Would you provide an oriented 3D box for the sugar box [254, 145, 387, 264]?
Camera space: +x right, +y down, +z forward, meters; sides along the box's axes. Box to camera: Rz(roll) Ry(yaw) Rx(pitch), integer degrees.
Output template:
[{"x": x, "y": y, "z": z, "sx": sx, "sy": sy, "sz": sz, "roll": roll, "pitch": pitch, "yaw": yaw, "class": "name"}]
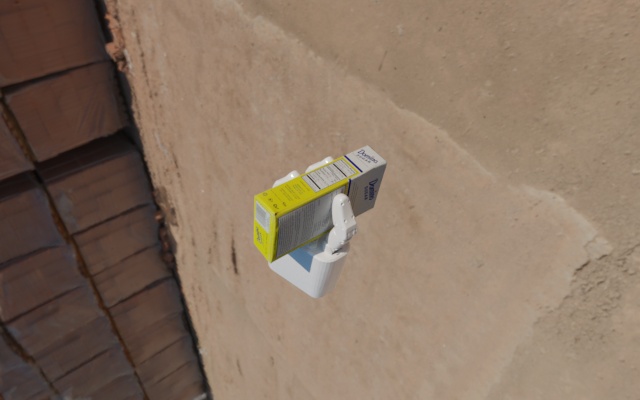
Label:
[{"x": 0.000, "y": 0.002, "z": 0.607, "sx": 0.176, "sy": 0.093, "sz": 0.048, "roll": -28, "pitch": 58, "yaw": -30, "class": "sugar box"}]
